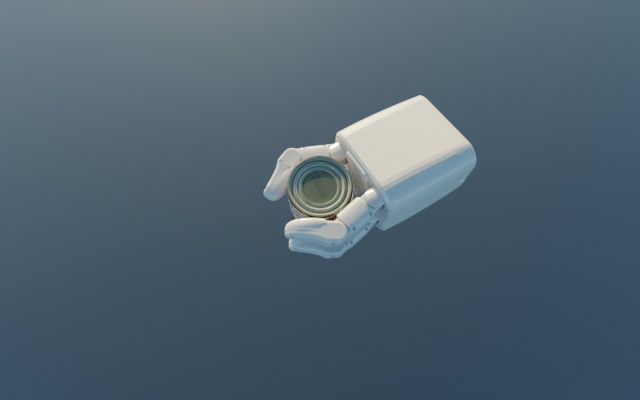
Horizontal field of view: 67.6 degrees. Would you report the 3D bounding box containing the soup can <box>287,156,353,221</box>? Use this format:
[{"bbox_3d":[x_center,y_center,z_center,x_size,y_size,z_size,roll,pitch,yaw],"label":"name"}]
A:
[{"bbox_3d":[0.000,0.002,0.518,0.068,0.068,0.102,0,-19,1],"label":"soup can"}]
